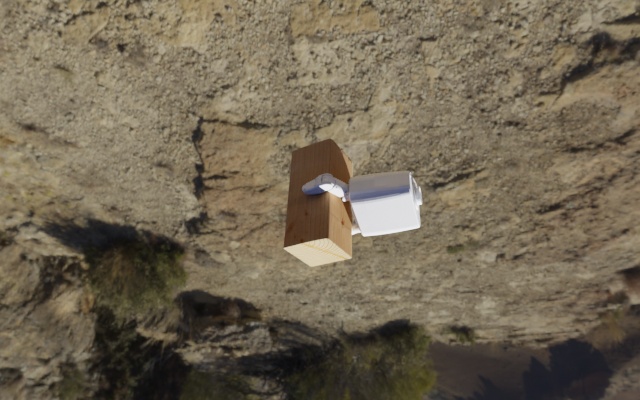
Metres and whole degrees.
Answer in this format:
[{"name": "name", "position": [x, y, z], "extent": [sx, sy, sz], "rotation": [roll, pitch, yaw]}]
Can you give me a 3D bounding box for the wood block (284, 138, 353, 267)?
[{"name": "wood block", "position": [0.000, 0.003, 0.875], "extent": [0.090, 0.206, 0.091], "rotation": [-15, -36, 27]}]
